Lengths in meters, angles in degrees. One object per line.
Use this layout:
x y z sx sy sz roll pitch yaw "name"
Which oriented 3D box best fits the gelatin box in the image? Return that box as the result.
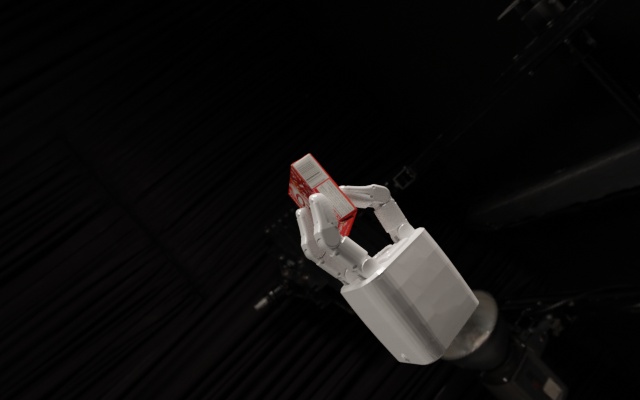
0.000 0.001 0.546 0.030 0.089 0.073 -33 -17 -19 "gelatin box"
